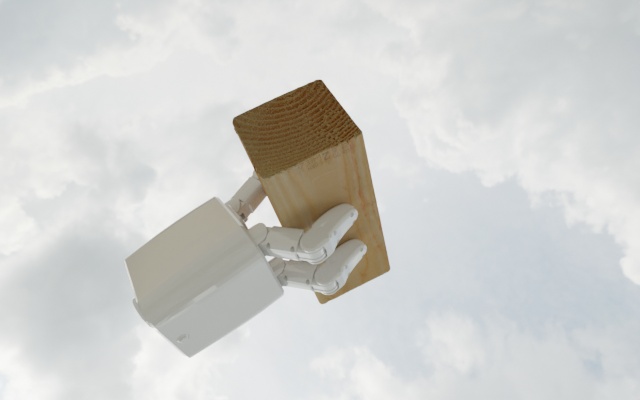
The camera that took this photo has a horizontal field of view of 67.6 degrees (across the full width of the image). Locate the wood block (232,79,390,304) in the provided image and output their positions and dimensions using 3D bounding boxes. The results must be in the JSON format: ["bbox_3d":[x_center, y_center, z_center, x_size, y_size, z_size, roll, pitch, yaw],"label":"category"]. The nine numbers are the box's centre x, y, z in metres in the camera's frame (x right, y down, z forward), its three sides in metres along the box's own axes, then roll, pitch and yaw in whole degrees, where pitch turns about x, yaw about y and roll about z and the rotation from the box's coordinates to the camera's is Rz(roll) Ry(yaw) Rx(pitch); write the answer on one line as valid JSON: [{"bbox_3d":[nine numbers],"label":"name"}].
[{"bbox_3d":[0.000,0.002,0.470,0.090,0.090,0.206,-26,-41,-6],"label":"wood block"}]
